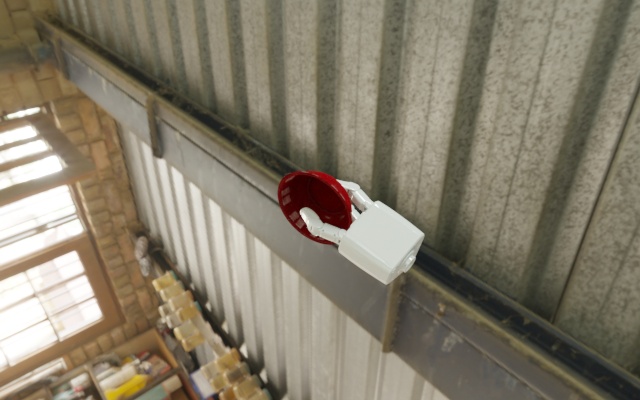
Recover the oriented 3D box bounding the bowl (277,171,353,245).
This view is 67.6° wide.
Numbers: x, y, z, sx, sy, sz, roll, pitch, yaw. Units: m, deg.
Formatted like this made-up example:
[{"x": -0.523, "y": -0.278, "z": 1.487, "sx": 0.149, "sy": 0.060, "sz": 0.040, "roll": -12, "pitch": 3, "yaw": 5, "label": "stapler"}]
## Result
[{"x": -0.001, "y": 0.002, "z": 0.893, "sx": 0.162, "sy": 0.162, "sz": 0.055, "roll": 0, "pitch": 33, "yaw": 38, "label": "bowl"}]
